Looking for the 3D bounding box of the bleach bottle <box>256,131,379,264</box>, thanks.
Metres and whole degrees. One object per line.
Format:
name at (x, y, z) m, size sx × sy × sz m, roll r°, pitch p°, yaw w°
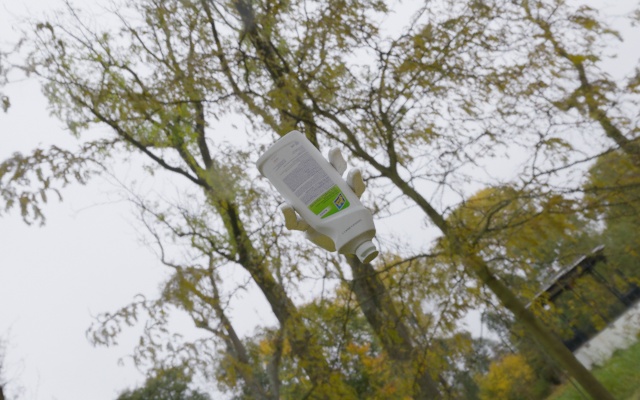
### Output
bleach bottle at (0.000, 0.002, 0.755) m, size 0.102 × 0.250 × 0.068 m, roll -40°, pitch -30°, yaw 4°
